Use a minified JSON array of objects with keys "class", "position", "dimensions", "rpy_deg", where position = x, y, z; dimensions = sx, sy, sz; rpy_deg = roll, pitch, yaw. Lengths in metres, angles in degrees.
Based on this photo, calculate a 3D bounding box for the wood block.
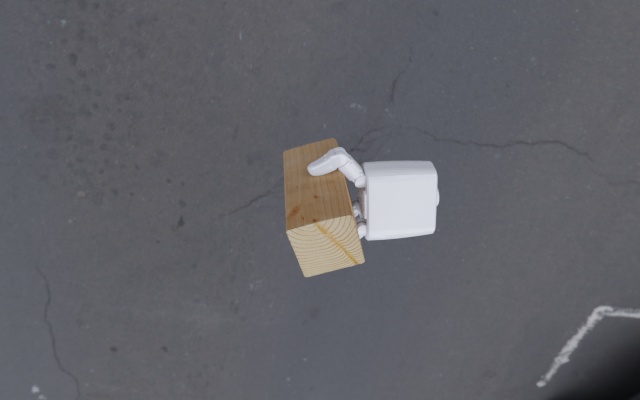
[{"class":"wood block","position":[0.000,0.002,0.717],"dimensions":[0.090,0.091,0.206],"rpy_deg":[-14,36,4]}]
